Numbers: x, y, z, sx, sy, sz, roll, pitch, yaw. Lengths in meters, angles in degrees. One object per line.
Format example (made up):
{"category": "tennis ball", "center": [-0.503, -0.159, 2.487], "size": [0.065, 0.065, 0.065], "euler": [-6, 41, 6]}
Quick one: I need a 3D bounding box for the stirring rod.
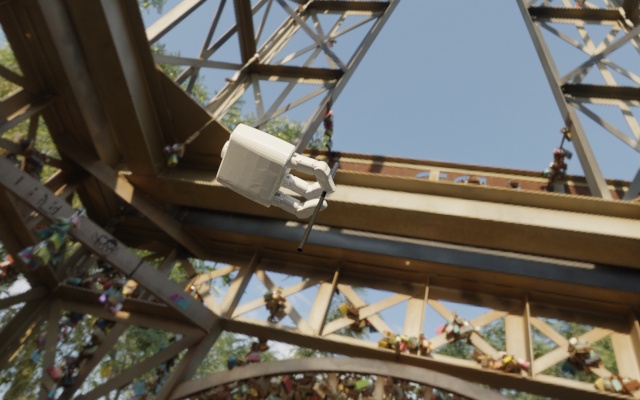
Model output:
{"category": "stirring rod", "center": [0.000, 0.003, 0.814], "size": [0.011, 0.011, 0.239], "euler": [0, 37, 19]}
